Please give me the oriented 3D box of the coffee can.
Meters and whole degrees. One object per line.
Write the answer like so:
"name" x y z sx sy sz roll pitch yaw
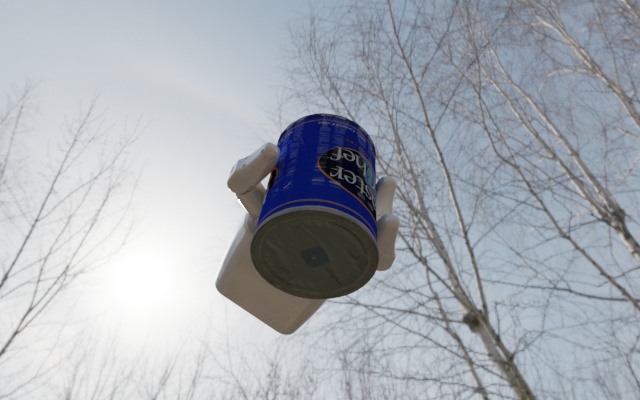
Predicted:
"coffee can" 0.000 0.001 0.430 0.103 0.103 0.140 0 40 6
